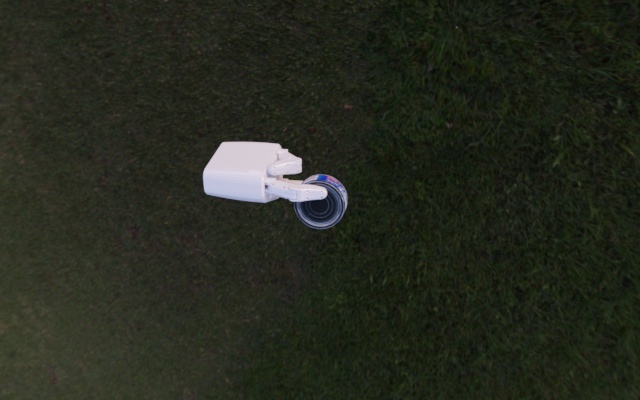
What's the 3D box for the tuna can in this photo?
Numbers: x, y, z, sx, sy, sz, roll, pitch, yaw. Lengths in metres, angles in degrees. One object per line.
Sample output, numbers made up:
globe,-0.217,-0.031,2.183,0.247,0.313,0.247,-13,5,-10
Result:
tuna can,0.000,0.003,0.780,0.086,0.086,0.033,0,20,10
